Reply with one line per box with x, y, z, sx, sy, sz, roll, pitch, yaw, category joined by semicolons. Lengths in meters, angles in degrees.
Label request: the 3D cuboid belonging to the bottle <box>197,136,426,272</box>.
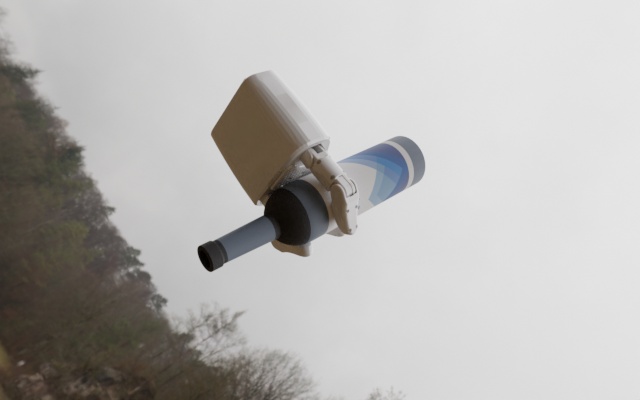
0.000;0.002;0.528;0.295;0.069;0.069;-26;16;-35;bottle
